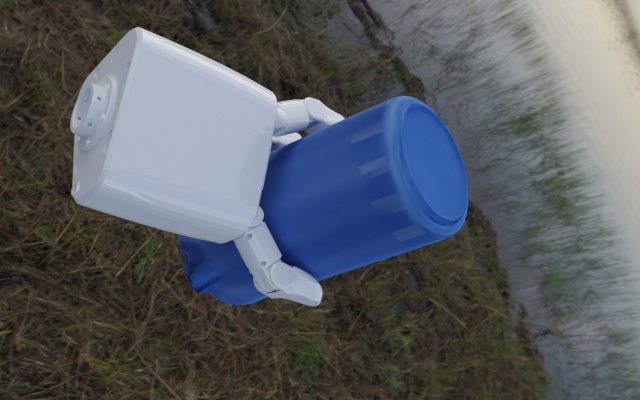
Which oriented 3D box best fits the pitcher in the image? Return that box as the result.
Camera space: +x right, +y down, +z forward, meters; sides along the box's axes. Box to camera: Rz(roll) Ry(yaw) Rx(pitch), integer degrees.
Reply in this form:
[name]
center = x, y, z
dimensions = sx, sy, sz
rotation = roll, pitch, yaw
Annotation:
[pitcher]
center = 0.000, 0.001, 0.421
dimensions = 0.243, 0.149, 0.145
rotation = -21, -31, 39
